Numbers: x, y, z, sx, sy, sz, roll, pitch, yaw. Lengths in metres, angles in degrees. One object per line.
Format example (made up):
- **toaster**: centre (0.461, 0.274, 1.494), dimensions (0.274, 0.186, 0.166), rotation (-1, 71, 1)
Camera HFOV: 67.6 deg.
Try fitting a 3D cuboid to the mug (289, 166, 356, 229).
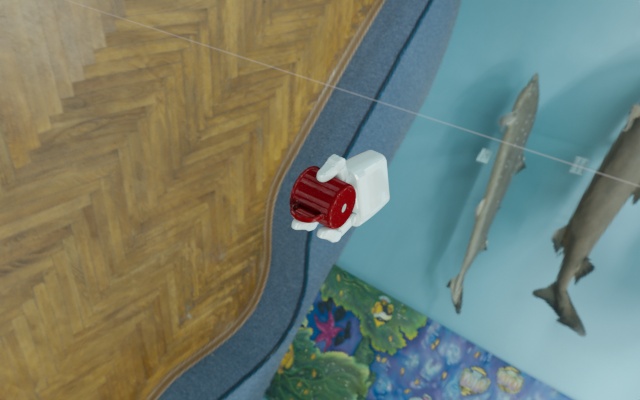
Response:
- **mug**: centre (-0.001, 0.003, 0.805), dimensions (0.081, 0.093, 0.117), rotation (25, 39, 29)
